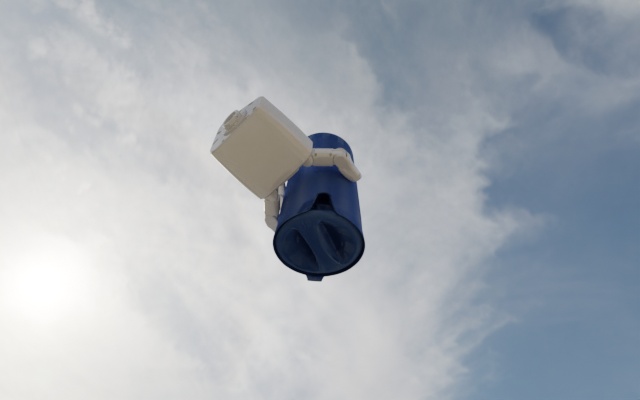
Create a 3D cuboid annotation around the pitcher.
[{"bbox_3d":[0.000,0.002,0.781,0.149,0.242,0.145,-34,-60,26],"label":"pitcher"}]
